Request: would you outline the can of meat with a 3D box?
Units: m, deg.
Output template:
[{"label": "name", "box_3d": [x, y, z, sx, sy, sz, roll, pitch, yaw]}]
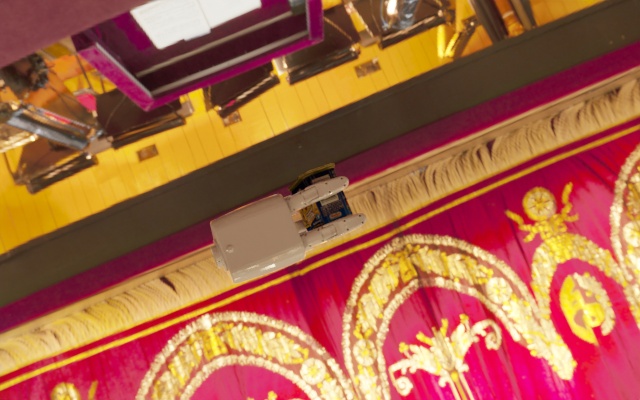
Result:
[{"label": "can of meat", "box_3d": [0.000, 0.003, 0.707, 0.057, 0.084, 0.102, -20, -6, -21]}]
